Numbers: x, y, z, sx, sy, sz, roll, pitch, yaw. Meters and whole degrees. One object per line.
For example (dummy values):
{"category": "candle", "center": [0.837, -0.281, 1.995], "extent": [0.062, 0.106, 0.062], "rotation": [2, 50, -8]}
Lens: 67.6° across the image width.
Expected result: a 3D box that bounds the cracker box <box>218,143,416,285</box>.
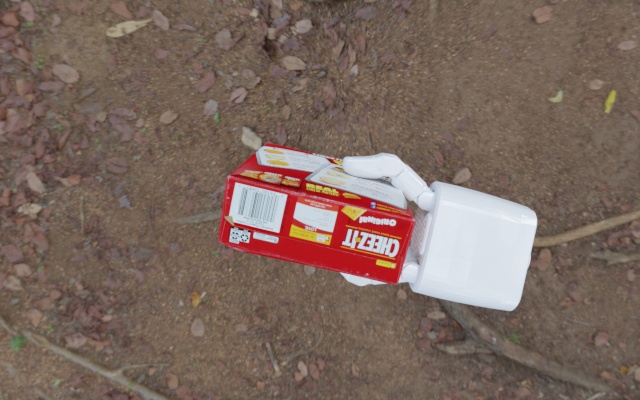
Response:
{"category": "cracker box", "center": [0.000, 0.002, 0.504], "extent": [0.164, 0.072, 0.213], "rotation": [13, 14, 0]}
